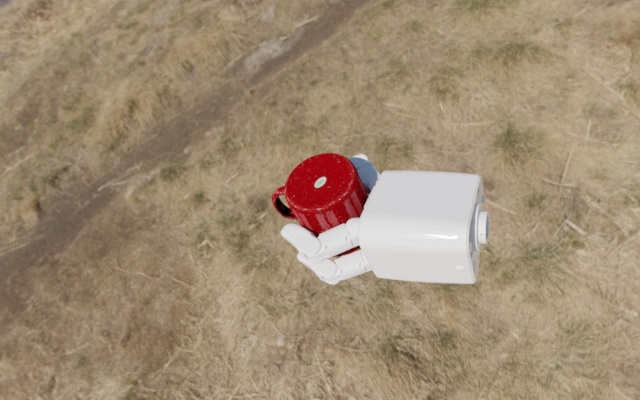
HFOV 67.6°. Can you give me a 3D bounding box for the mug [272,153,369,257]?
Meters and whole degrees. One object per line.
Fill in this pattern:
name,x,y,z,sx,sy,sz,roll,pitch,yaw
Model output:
mug,-0.001,0.002,0.533,0.117,0.093,0.082,2,-35,25
